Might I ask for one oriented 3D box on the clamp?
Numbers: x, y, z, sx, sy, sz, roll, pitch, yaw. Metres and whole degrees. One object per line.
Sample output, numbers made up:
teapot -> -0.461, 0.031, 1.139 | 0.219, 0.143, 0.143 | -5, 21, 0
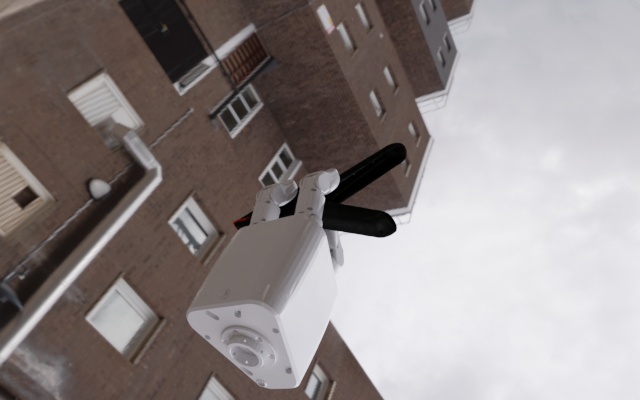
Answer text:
clamp -> 0.000, 0.003, 0.528 | 0.210, 0.036, 0.164 | -14, 26, 29
